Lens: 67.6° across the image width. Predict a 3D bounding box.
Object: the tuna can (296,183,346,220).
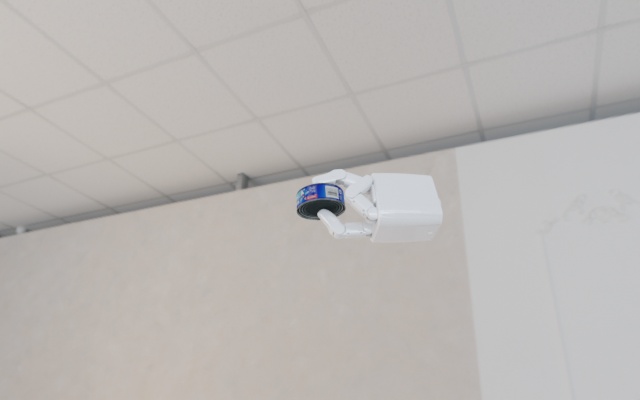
[{"bbox_3d":[0.000,0.002,0.836,0.086,0.033,0.086,-4,-26,-2],"label":"tuna can"}]
